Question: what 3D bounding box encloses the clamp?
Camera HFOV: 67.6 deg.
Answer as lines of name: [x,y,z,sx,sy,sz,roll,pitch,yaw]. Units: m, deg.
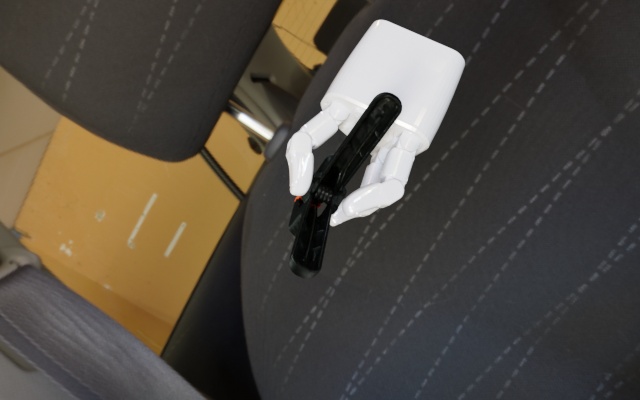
clamp: [-0.001,0.001,0.458,0.036,0.164,0.210,30,-17,-7]
